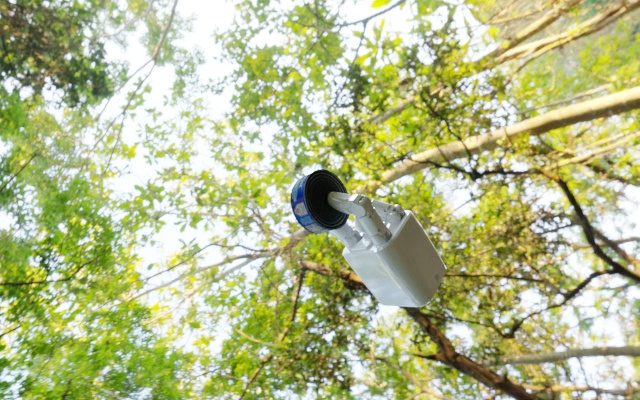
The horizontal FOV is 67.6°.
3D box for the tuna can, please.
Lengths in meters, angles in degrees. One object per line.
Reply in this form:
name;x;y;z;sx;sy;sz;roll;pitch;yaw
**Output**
tuna can;0.000;0.002;0.661;0.086;0.086;0.034;0;-15;-44
